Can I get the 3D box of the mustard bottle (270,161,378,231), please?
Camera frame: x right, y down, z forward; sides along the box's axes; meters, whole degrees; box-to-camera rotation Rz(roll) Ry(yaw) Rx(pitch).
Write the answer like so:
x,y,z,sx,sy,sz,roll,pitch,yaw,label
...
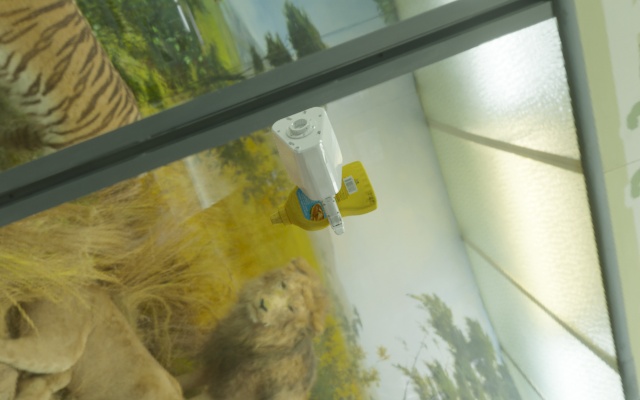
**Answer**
x,y,z,sx,sy,sz,roll,pitch,yaw,label
0.000,0.003,0.866,0.191,0.096,0.058,-20,-23,1,mustard bottle
